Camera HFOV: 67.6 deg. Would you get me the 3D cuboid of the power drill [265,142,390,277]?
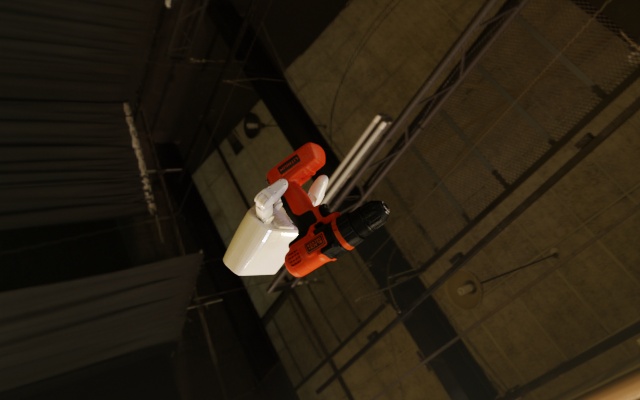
[{"bbox_3d":[0.000,0.002,0.751,0.184,0.187,0.057,-33,-32,18],"label":"power drill"}]
